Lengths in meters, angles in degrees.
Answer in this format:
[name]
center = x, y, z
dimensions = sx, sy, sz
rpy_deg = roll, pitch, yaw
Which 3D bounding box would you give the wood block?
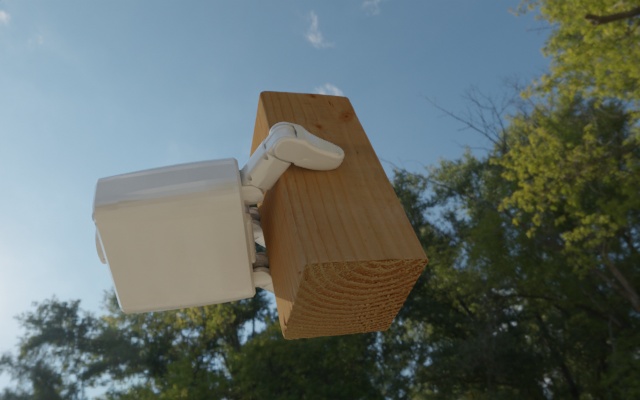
[wood block]
center = 0.000, 0.001, 0.409
dimensions = 0.090, 0.091, 0.206
rpy_deg = 0, 44, -19
